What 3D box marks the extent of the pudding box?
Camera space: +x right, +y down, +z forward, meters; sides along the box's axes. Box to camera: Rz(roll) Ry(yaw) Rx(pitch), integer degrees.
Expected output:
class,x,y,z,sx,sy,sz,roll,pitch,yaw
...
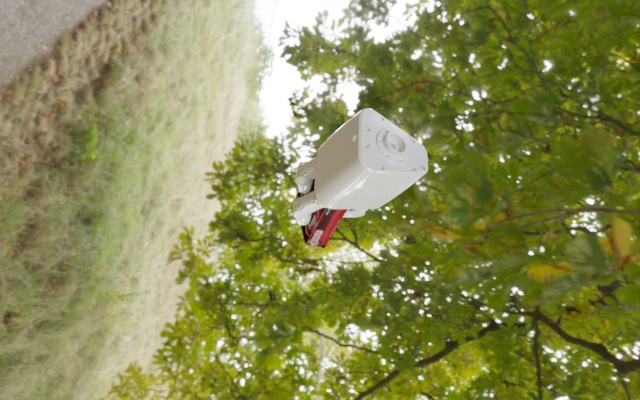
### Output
class,x,y,z,sx,sy,sz,roll,pitch,yaw
pudding box,0.000,0.002,0.726,0.039,0.090,0.113,17,31,-22
